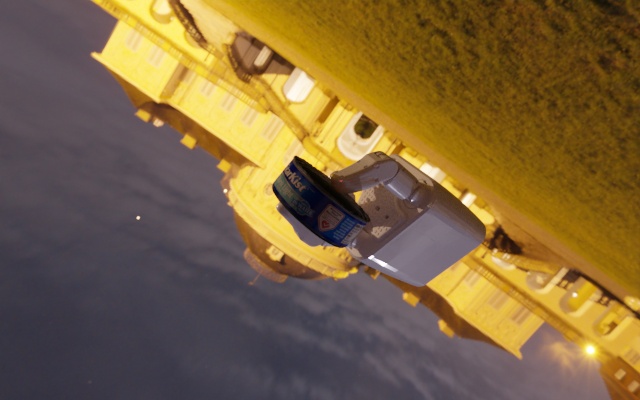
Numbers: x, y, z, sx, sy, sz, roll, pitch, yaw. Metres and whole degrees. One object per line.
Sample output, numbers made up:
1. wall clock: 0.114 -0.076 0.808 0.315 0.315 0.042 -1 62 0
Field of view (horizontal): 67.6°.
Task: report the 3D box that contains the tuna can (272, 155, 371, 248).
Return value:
1. tuna can: 0.000 0.002 0.412 0.086 0.034 0.086 39 9 -8
